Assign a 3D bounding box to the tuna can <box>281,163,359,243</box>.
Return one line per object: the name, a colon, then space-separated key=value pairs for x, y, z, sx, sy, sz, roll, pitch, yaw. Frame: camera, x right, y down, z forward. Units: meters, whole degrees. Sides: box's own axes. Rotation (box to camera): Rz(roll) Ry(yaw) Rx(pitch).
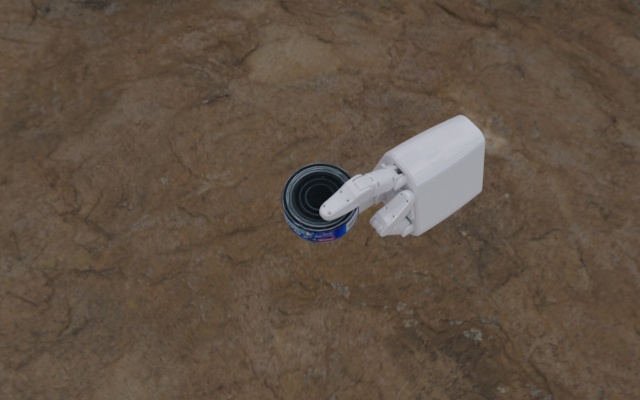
tuna can: x=0.000 y=0.002 z=0.528 sx=0.086 sy=0.086 sz=0.034 roll=0 pitch=-26 yaw=3
